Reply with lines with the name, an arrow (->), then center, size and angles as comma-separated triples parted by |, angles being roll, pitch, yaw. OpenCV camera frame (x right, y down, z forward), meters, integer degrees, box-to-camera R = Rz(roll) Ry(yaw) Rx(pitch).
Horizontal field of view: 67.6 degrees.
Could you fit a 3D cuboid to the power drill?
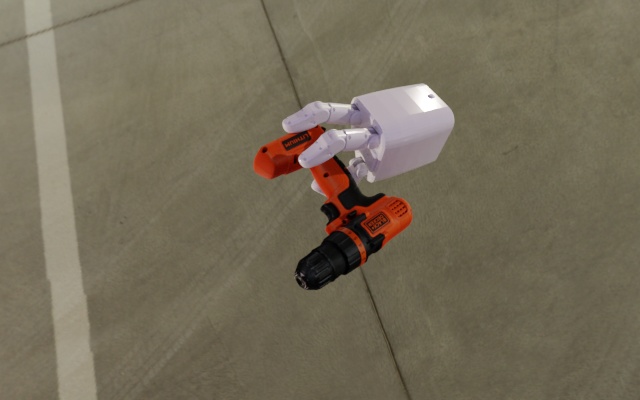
power drill -> 0.000, 0.001, 0.597 | 0.184, 0.187, 0.057 | -30, -17, -34
